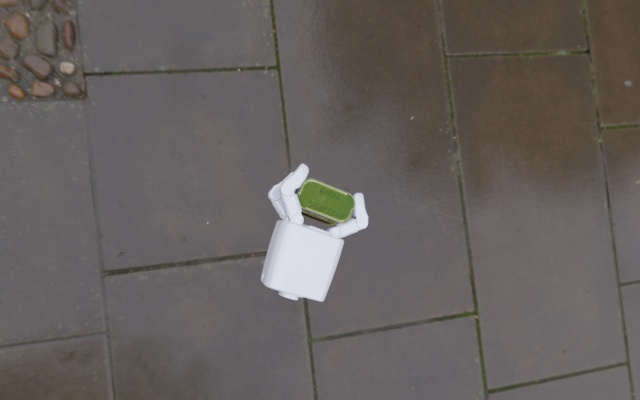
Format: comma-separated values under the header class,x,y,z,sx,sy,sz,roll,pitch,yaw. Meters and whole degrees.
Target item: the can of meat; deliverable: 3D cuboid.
class,x,y,z,sx,sy,sz,roll,pitch,yaw
can of meat,0.000,0.003,0.800,0.102,0.057,0.084,21,-7,-12
